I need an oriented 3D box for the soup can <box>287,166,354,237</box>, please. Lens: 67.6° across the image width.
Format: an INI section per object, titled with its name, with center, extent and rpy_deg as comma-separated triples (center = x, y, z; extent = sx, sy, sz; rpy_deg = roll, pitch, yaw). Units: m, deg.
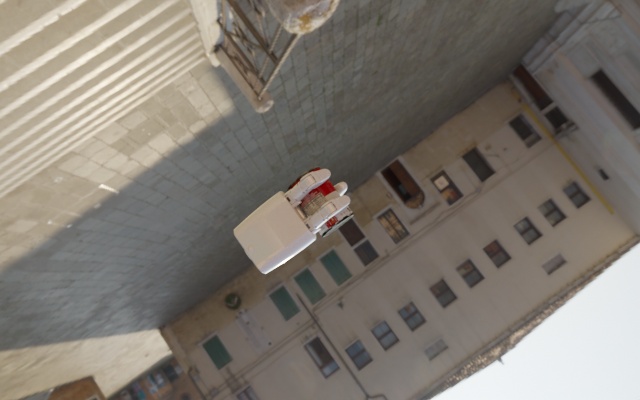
[soup can]
center = 0.001, 0.003, 0.808
extent = 0.068, 0.102, 0.068
rpy_deg = -36, -8, -6
